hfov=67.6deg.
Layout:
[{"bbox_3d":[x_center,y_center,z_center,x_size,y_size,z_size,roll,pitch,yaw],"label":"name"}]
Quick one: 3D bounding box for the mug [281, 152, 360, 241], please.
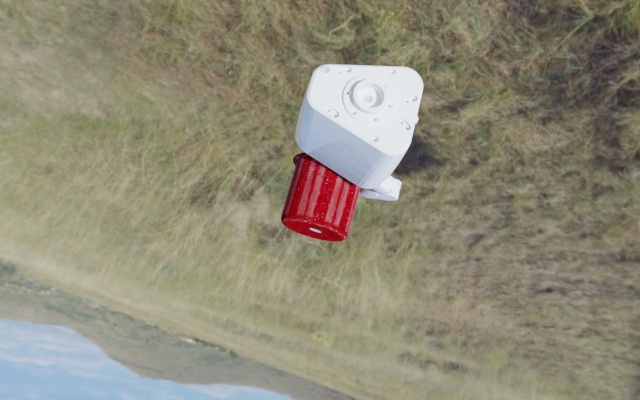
[{"bbox_3d":[0.000,0.002,0.581,0.093,0.081,0.117,16,-16,-3],"label":"mug"}]
